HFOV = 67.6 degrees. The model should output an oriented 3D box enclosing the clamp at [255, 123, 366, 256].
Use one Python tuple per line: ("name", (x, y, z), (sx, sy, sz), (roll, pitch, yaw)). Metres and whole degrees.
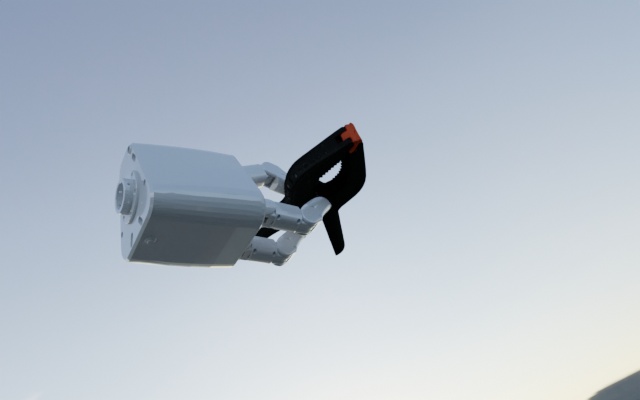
("clamp", (0.000, 0.001, 0.553), (0.164, 0.036, 0.210), (7, -46, -36))
